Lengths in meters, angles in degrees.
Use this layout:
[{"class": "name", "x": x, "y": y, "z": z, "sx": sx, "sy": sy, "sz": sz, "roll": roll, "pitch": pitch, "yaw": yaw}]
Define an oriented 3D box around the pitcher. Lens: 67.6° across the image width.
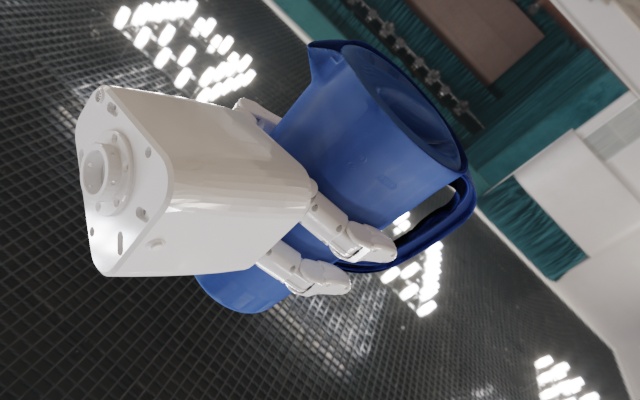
[{"class": "pitcher", "x": 0.000, "y": 0.001, "z": 0.413, "sx": 0.243, "sy": 0.149, "sz": 0.145, "roll": -43, "pitch": -27, "yaw": 29}]
